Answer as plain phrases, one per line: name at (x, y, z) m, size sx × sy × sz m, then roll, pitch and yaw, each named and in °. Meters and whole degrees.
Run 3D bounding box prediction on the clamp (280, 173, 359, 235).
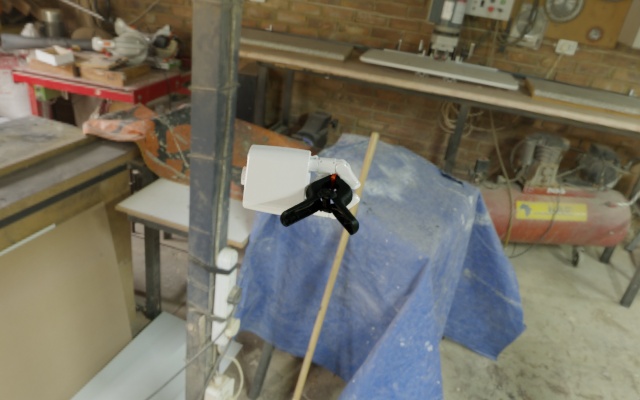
clamp at (0.000, 0.002, 0.779) m, size 0.120 × 0.039 × 0.171 m, roll 8°, pitch 26°, yaw -2°
